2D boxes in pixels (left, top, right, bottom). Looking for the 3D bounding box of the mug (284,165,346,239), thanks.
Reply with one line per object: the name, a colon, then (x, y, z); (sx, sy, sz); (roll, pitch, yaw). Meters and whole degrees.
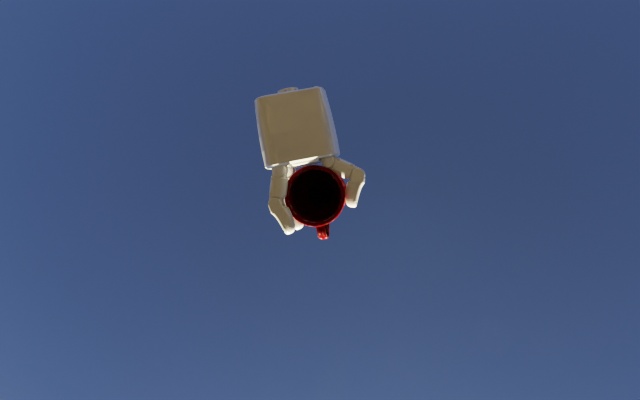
mug: (0.000, 0.004, 0.754); (0.093, 0.117, 0.081); (-10, 2, 11)
